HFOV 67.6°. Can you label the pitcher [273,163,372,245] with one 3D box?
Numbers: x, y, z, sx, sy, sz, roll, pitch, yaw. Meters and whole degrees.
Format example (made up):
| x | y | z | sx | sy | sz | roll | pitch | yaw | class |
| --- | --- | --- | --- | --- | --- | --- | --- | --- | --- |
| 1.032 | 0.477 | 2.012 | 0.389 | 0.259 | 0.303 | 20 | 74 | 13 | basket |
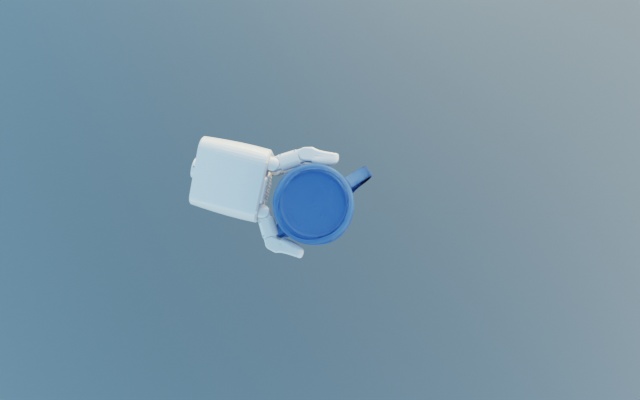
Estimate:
| x | y | z | sx | sy | sz | roll | pitch | yaw | class |
| --- | --- | --- | --- | --- | --- | --- | --- | --- | --- |
| 0.000 | 0.002 | 0.737 | 0.145 | 0.149 | 0.243 | 13 | -2 | 0 | pitcher |
